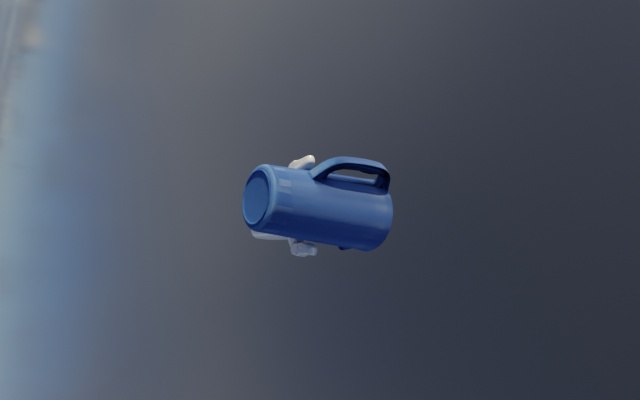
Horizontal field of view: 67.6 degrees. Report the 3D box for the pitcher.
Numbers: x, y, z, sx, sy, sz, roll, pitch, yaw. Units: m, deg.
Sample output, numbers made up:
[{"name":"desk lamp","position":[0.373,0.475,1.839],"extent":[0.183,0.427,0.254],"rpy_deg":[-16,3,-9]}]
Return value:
[{"name":"pitcher","position":[0.000,0.003,0.811],"extent":[0.243,0.149,0.145],"rpy_deg":[10,-11,-35]}]
